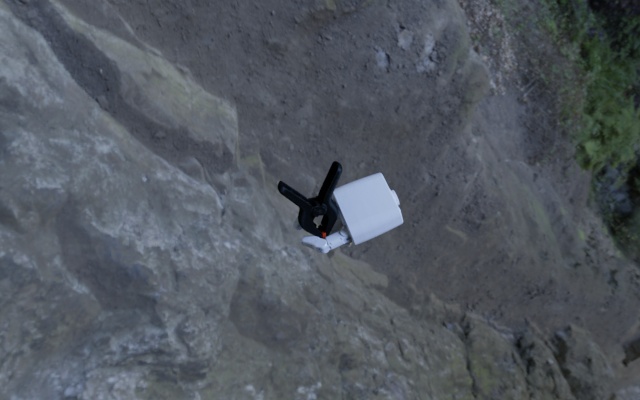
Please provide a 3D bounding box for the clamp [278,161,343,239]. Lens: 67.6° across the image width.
[{"bbox_3d":[0.000,0.003,0.889,0.120,0.039,0.172,-23,-44,0],"label":"clamp"}]
